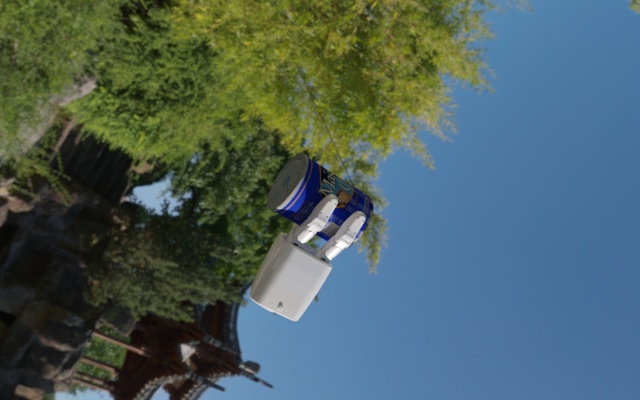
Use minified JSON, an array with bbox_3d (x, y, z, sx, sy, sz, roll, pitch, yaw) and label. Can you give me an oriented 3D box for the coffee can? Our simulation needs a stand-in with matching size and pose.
[{"bbox_3d":[0.000,0.002,0.773,0.140,0.102,0.103,31,-14,-23],"label":"coffee can"}]
